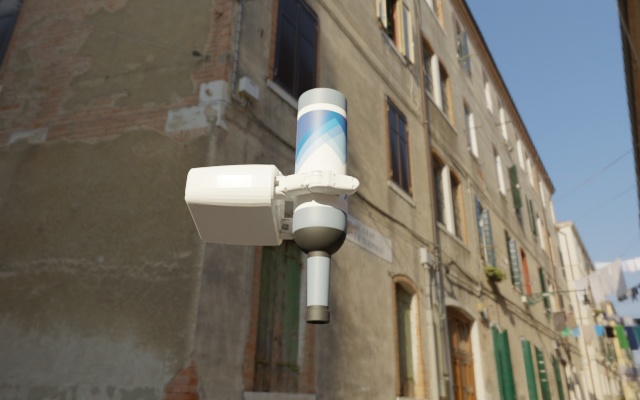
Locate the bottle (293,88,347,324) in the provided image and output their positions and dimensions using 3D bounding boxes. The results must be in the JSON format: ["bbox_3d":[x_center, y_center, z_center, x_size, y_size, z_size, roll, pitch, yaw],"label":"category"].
[{"bbox_3d":[0.000,0.002,0.594,0.069,0.295,0.069,1,-23,0],"label":"bottle"}]
